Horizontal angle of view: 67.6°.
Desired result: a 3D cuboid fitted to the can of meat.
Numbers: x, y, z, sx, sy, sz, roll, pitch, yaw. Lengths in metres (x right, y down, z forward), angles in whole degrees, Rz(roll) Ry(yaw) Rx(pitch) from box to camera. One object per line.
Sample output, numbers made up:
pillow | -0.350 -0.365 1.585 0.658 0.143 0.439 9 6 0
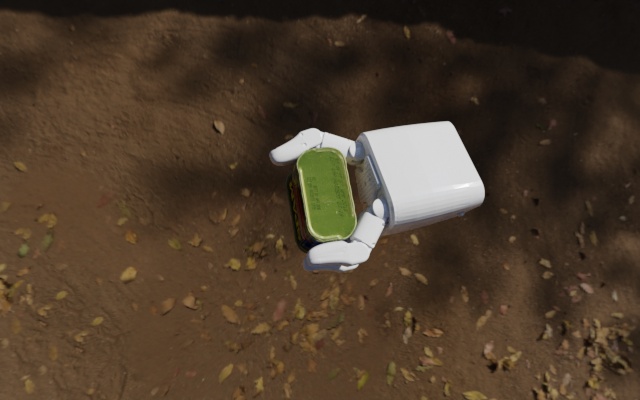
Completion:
can of meat | 0.000 0.002 0.512 0.057 0.102 0.084 -8 -11 -11
